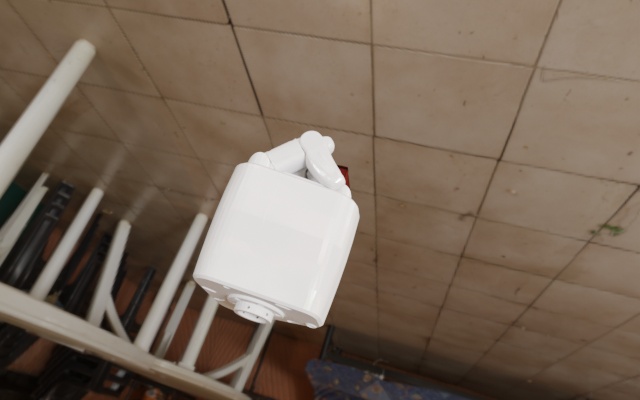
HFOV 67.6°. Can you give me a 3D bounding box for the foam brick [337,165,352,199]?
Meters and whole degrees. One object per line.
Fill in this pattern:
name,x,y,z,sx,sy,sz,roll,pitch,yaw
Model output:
foam brick,0.000,0.002,0.495,0.053,0.051,0.078,11,-27,14
